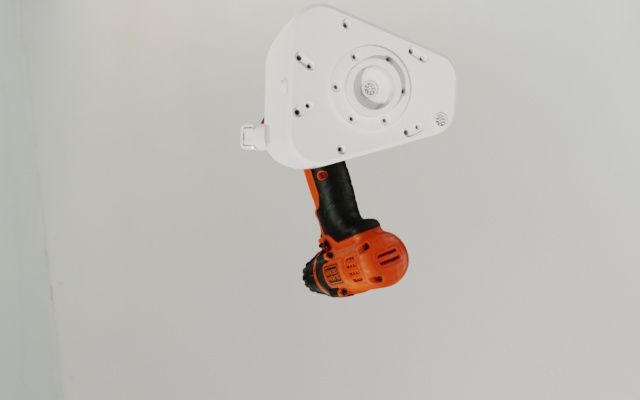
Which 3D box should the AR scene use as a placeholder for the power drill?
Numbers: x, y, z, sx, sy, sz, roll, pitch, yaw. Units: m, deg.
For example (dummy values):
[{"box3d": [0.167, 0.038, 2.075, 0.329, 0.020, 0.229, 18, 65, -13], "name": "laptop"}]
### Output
[{"box3d": [0.000, 0.001, 0.455, 0.057, 0.187, 0.184, -20, -6, -24], "name": "power drill"}]
